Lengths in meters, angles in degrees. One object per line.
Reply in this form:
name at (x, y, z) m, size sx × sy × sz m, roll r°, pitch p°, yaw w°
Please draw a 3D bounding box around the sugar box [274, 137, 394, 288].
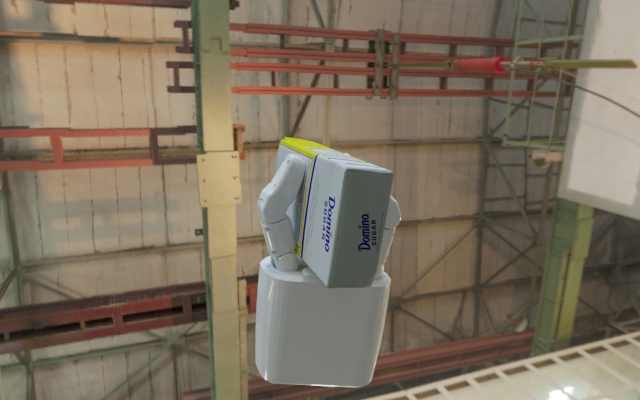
sugar box at (0.001, 0.002, 0.423) m, size 0.048 × 0.093 × 0.176 m, roll 3°, pitch 13°, yaw -24°
